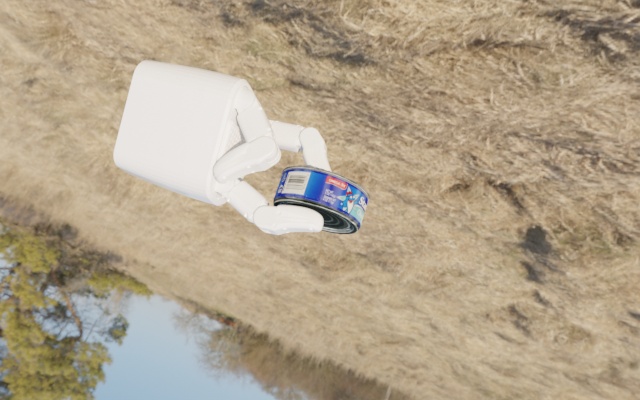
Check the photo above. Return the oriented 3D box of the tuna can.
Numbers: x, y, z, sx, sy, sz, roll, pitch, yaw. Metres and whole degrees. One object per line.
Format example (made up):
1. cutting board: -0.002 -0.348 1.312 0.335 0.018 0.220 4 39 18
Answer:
1. tuna can: 0.000 0.002 0.445 0.086 0.033 0.086 16 -17 5
